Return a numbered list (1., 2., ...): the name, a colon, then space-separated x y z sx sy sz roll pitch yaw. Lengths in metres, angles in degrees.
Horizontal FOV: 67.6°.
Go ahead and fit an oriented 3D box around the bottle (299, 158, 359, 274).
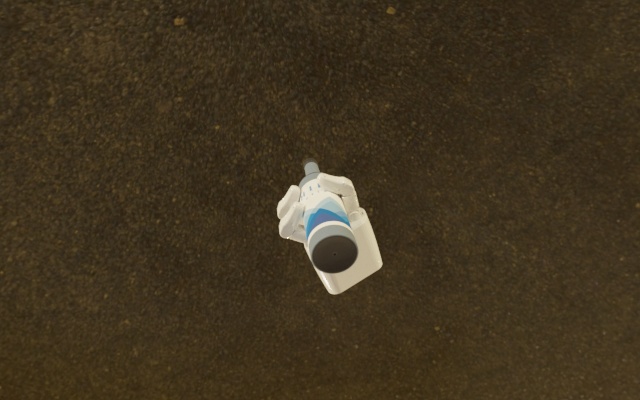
1. bottle: 0.000 0.003 0.772 0.069 0.069 0.295 0 29 -9
